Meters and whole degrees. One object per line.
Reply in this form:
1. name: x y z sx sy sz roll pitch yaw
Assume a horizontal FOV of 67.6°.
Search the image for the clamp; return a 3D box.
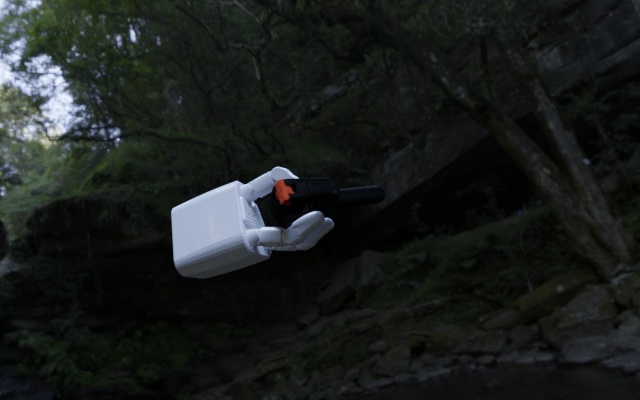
1. clamp: -0.001 0.001 0.640 0.164 0.036 0.210 -23 -16 9
